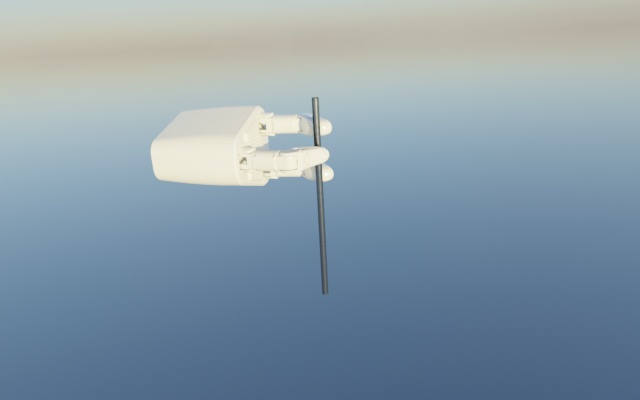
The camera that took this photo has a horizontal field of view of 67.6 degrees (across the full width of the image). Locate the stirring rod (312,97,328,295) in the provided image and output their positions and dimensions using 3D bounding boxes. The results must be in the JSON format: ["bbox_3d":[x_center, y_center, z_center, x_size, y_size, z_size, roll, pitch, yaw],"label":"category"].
[{"bbox_3d":[0.000,0.002,0.559,0.011,0.240,0.011,-3,19,1],"label":"stirring rod"}]
